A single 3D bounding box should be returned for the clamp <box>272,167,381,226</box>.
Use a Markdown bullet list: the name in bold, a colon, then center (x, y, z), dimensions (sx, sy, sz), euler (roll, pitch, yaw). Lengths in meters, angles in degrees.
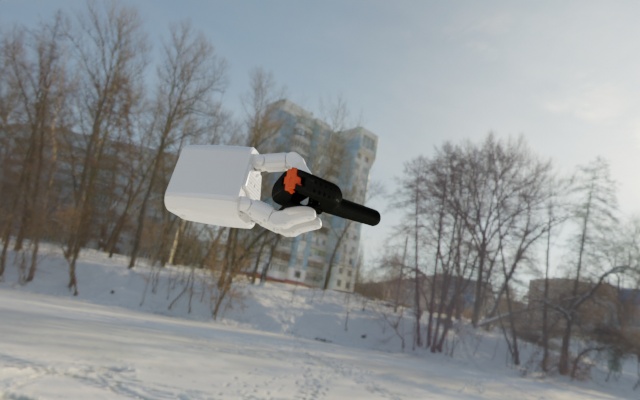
- **clamp**: center (0.000, 0.001, 0.665), dimensions (0.164, 0.036, 0.210), euler (2, -15, 9)
